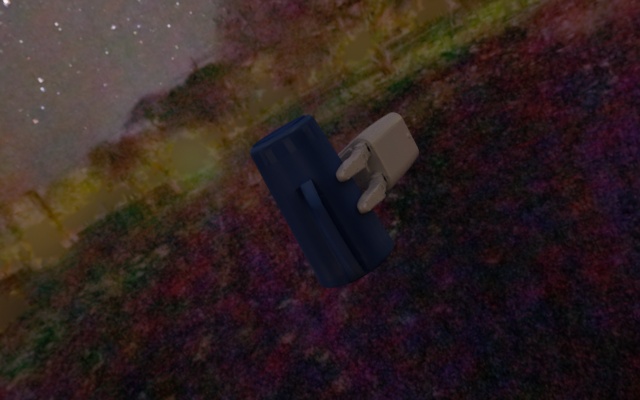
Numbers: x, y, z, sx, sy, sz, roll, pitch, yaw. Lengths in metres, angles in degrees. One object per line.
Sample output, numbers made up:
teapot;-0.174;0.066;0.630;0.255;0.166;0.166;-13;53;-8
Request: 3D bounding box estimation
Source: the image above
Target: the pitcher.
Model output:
pitcher;0.000;0.002;0.709;0.149;0.243;0.145;-15;20;50
